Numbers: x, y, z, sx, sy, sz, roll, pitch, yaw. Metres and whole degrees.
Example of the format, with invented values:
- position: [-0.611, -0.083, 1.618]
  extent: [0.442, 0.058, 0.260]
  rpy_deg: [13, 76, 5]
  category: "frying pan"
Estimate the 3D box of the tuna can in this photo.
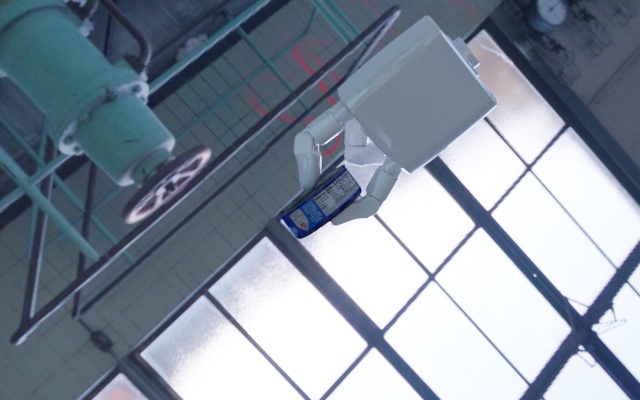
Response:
- position: [0.000, 0.002, 0.489]
  extent: [0.086, 0.034, 0.086]
  rpy_deg: [-37, 5, 4]
  category: "tuna can"
